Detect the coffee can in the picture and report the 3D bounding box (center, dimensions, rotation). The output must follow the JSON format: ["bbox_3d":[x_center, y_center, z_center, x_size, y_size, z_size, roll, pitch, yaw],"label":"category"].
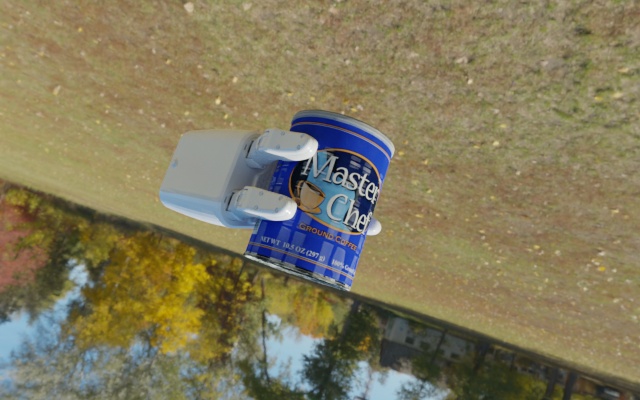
[{"bbox_3d":[0.000,0.001,0.447,0.103,0.140,0.103,18,-11,4],"label":"coffee can"}]
